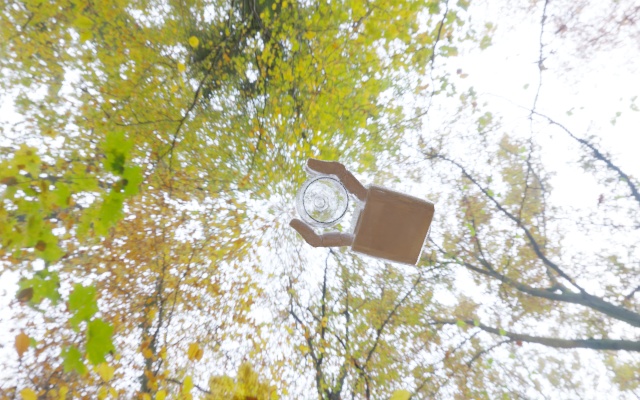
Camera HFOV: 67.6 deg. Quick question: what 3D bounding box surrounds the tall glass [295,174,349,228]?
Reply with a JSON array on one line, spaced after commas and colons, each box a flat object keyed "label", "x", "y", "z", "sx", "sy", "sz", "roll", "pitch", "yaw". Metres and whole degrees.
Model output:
[{"label": "tall glass", "x": 0.000, "y": 0.002, "z": 0.729, "sx": 0.079, "sy": 0.079, "sz": 0.201, "roll": 0, "pitch": -2, "yaw": -4}]
